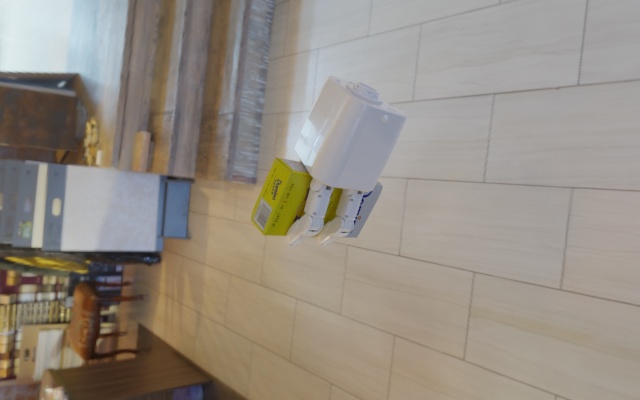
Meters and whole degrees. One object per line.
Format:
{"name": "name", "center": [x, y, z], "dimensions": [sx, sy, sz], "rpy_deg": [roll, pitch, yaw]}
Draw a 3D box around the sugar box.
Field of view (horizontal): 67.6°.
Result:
{"name": "sugar box", "center": [0.000, 0.002, 0.641], "dimensions": [0.176, 0.093, 0.048], "rpy_deg": [6, 28, -42]}
